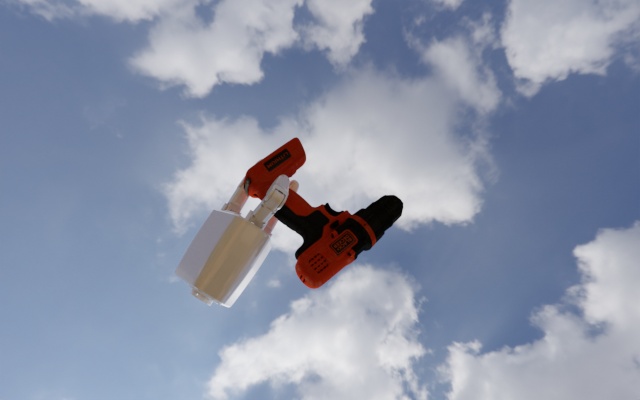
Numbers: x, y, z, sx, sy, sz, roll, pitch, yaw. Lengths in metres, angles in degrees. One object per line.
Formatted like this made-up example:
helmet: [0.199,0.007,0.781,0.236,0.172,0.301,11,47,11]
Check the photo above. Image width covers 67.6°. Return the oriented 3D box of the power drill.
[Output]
power drill: [0.000,0.002,0.662,0.184,0.187,0.057,-37,-16,-24]
